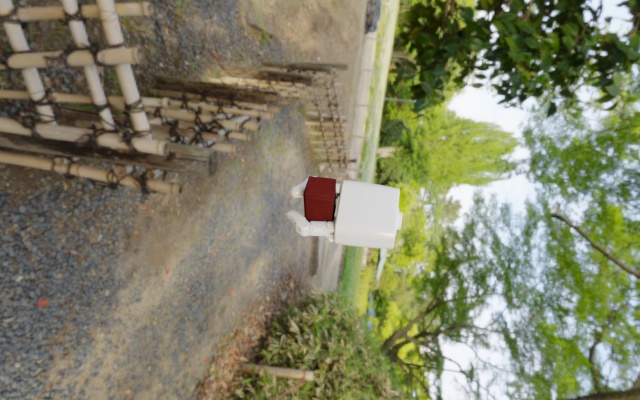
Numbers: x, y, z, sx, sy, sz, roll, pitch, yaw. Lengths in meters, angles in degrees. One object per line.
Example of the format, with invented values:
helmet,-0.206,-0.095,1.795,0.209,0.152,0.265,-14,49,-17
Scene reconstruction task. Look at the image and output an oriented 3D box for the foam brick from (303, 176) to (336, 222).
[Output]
foam brick,0.000,0.003,0.857,0.051,0.078,0.053,7,46,8
